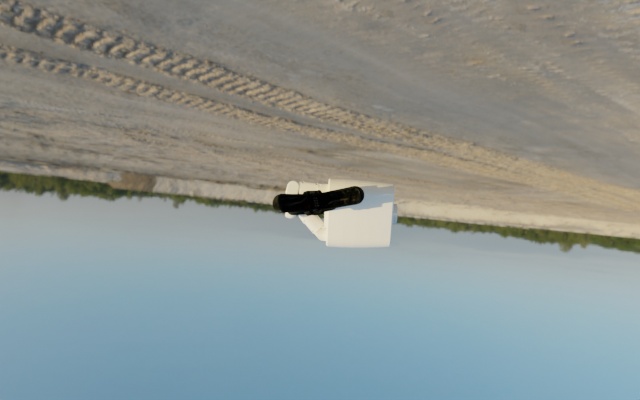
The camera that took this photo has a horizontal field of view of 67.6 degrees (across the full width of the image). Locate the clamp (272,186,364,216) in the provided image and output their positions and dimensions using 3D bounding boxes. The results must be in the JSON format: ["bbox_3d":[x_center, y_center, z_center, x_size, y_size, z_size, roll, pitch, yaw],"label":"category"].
[{"bbox_3d":[0.000,0.003,0.691,0.120,0.039,0.171,-1,-1,2],"label":"clamp"}]
